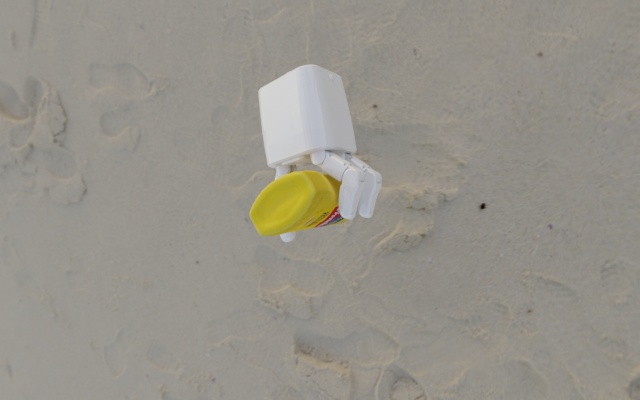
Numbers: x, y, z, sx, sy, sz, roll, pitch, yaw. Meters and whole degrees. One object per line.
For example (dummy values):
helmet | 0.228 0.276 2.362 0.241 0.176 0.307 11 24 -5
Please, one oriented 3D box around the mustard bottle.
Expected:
mustard bottle | 0.000 0.002 0.617 0.096 0.058 0.191 -39 -16 24
